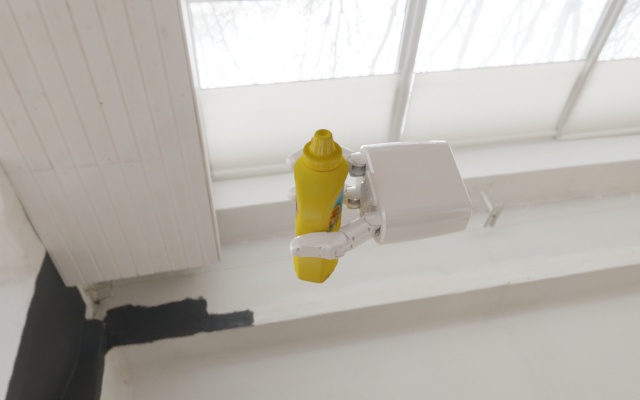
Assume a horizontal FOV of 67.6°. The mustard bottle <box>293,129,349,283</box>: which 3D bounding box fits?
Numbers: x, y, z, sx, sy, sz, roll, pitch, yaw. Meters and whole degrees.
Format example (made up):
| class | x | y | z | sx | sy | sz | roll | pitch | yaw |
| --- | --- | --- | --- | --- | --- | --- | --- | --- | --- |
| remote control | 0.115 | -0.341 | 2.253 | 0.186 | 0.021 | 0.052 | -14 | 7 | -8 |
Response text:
| class | x | y | z | sx | sy | sz | roll | pitch | yaw |
| --- | --- | --- | --- | --- | --- | --- | --- | --- | --- |
| mustard bottle | 0.000 | 0.002 | 0.539 | 0.058 | 0.192 | 0.096 | 11 | 45 | 7 |
